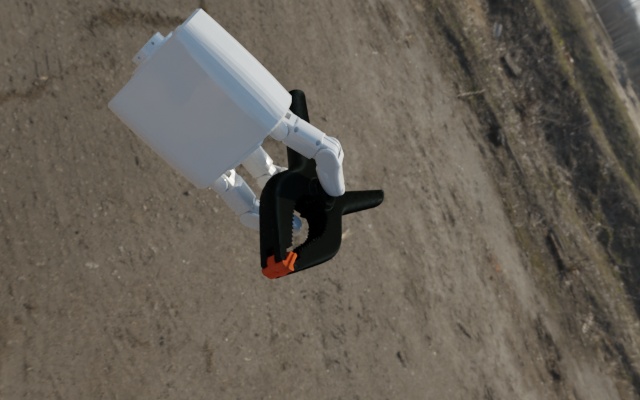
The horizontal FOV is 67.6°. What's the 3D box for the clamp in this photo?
[{"bbox_3d":[0.000,0.001,0.471,0.036,0.209,0.165,-28,-60,35],"label":"clamp"}]
